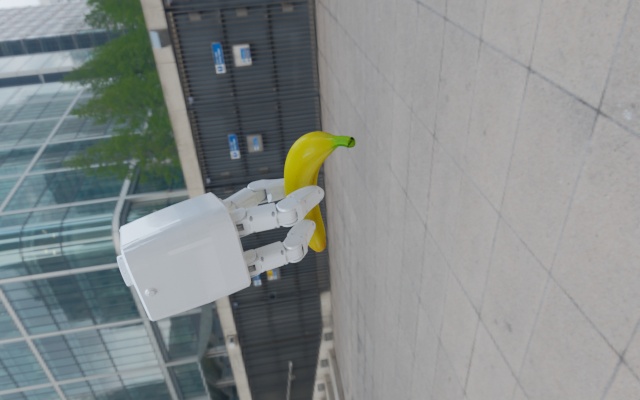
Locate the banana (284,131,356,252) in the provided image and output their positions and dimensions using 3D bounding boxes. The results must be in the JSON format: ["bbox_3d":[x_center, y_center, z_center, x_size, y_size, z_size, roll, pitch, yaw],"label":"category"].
[{"bbox_3d":[-0.012,-0.012,0.540,0.037,0.069,0.198,-35,-25,-30],"label":"banana"}]
